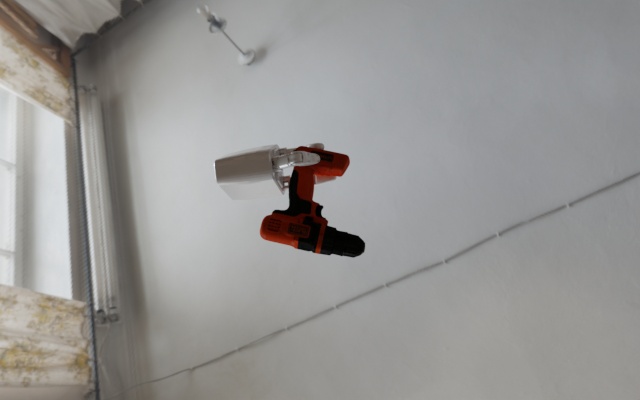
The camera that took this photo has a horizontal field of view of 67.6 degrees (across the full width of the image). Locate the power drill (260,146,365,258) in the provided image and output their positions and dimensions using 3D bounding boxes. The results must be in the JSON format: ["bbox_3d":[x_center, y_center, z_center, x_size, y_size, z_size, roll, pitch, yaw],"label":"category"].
[{"bbox_3d":[0.000,0.002,0.850,0.184,0.187,0.057,13,-24,0],"label":"power drill"}]
